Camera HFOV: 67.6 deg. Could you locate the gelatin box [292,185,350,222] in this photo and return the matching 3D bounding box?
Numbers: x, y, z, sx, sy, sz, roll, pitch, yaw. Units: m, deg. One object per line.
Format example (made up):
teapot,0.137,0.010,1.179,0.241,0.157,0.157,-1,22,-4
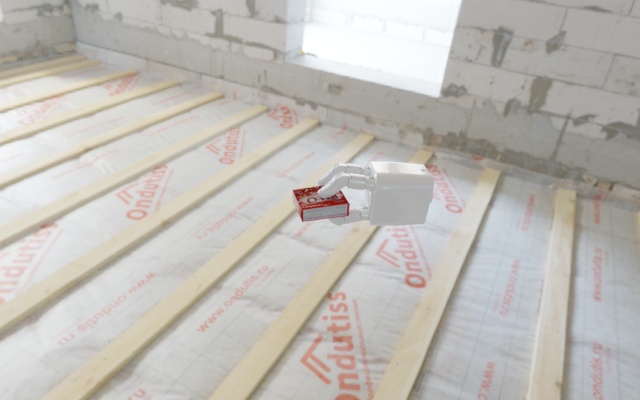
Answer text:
gelatin box,0.000,0.003,0.859,0.089,0.030,0.073,-8,32,-13
